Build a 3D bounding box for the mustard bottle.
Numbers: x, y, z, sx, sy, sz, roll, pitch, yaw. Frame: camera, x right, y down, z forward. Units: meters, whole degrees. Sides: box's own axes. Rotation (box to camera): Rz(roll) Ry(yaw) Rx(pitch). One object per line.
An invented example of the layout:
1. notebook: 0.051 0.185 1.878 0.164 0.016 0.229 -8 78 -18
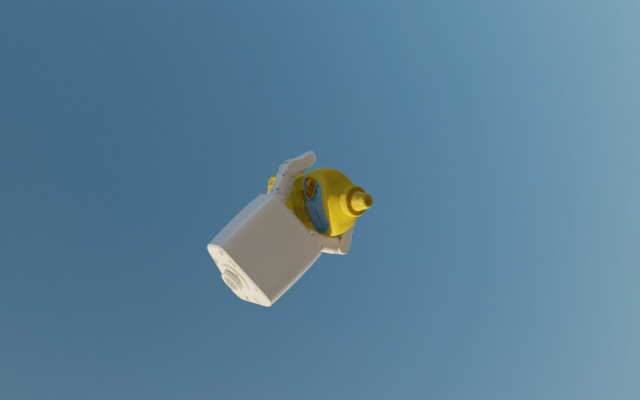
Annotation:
1. mustard bottle: 0.000 0.002 0.682 0.058 0.096 0.191 -18 10 -38
